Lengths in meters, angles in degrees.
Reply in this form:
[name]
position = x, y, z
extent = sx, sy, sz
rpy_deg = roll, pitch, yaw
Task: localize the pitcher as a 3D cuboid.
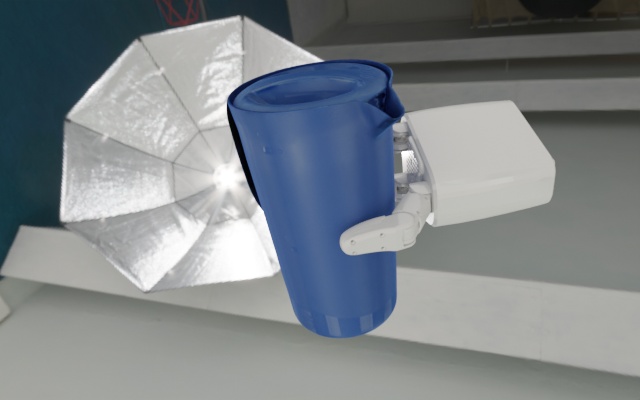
[pitcher]
position = 0.000, 0.001, 0.443
extent = 0.145, 0.243, 0.149
rpy_deg = -11, 29, -2
